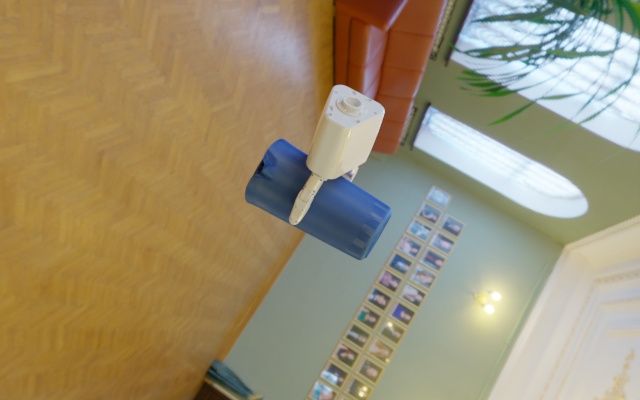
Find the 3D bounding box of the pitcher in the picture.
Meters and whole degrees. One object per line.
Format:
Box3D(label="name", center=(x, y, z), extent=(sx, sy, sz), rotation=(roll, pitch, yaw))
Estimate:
Box3D(label="pitcher", center=(0.000, 0.003, 0.859), extent=(0.243, 0.145, 0.149), rotation=(30, 44, 10))
